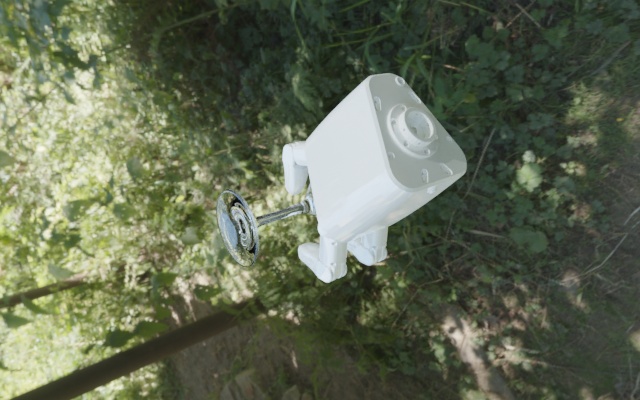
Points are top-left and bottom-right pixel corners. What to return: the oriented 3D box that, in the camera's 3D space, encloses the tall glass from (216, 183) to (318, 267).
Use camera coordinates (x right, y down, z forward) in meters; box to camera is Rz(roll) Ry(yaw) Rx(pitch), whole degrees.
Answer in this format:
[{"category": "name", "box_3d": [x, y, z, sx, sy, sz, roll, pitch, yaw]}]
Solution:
[{"category": "tall glass", "box_3d": [-0.001, 0.002, 0.493, 0.201, 0.079, 0.079, -17, 10, -36]}]
